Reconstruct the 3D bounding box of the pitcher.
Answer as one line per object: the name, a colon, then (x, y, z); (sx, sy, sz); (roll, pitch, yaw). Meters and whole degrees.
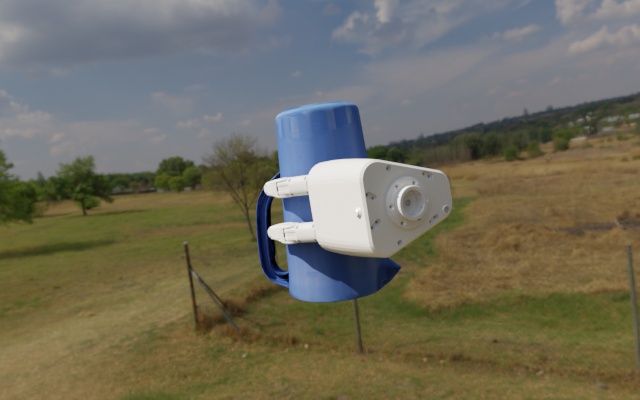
pitcher: (0.000, 0.002, 0.624); (0.149, 0.243, 0.145); (-10, 5, -26)
